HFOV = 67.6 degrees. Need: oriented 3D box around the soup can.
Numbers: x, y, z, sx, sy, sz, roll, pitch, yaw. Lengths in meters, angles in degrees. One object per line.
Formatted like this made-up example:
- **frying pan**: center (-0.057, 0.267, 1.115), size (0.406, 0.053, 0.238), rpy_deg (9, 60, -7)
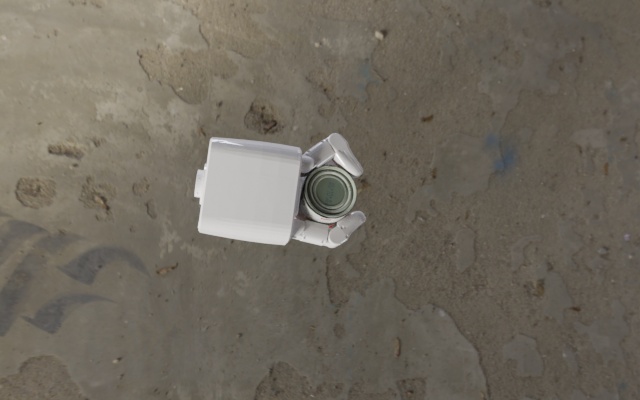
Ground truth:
- **soup can**: center (0.001, 0.002, 0.605), size (0.068, 0.068, 0.102), rpy_deg (0, -16, -15)
